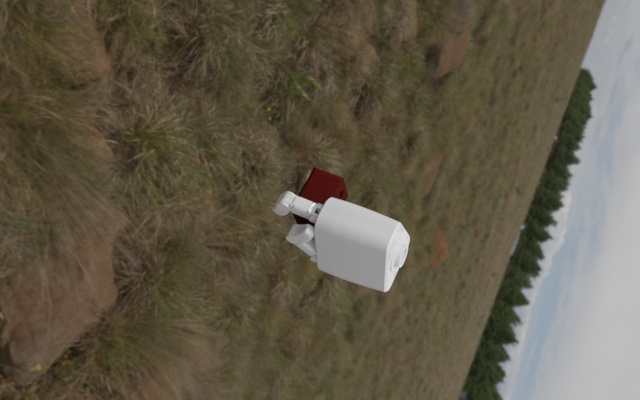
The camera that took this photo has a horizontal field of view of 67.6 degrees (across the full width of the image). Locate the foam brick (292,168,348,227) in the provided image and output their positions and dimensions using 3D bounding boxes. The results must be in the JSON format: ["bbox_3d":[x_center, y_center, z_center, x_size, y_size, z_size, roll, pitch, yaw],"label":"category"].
[{"bbox_3d":[0.000,0.002,0.704,0.051,0.078,0.053,18,-26,23],"label":"foam brick"}]
